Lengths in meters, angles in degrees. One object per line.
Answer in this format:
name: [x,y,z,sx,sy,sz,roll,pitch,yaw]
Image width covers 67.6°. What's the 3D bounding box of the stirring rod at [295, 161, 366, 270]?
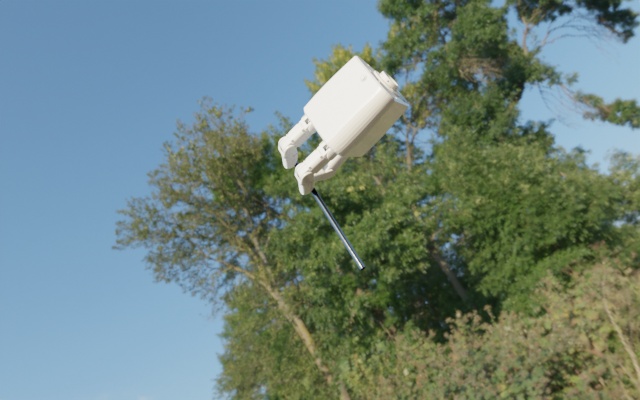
stirring rod: [0.000,0.002,0.699,0.011,0.239,0.011,-25,-29,-15]
